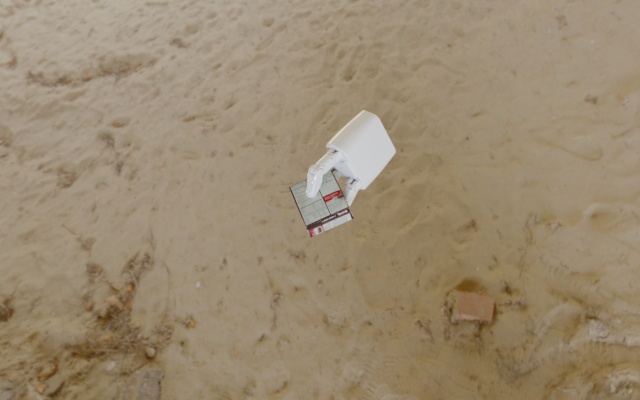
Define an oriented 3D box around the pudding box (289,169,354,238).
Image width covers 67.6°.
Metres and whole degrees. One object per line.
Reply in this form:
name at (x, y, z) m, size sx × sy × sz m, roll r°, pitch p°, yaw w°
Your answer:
pudding box at (0.000, 0.003, 0.896) m, size 0.090 × 0.113 × 0.039 m, roll -24°, pitch -42°, yaw 0°
